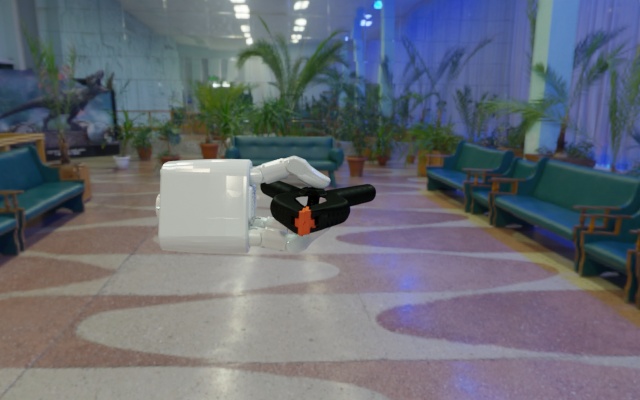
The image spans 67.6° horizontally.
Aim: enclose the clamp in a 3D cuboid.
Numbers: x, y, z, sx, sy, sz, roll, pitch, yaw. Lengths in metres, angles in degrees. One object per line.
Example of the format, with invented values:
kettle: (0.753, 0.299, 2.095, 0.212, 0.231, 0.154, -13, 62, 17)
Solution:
clamp: (0.000, 0.001, 0.599, 0.164, 0.036, 0.210, 2, 12, -3)
